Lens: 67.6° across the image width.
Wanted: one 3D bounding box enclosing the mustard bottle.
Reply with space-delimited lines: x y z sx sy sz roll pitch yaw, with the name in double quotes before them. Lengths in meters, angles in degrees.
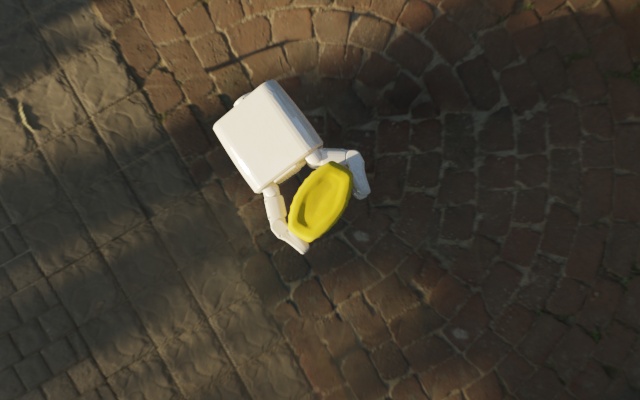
"mustard bottle" 0.000 0.002 0.630 0.058 0.096 0.191 31 -1 0
